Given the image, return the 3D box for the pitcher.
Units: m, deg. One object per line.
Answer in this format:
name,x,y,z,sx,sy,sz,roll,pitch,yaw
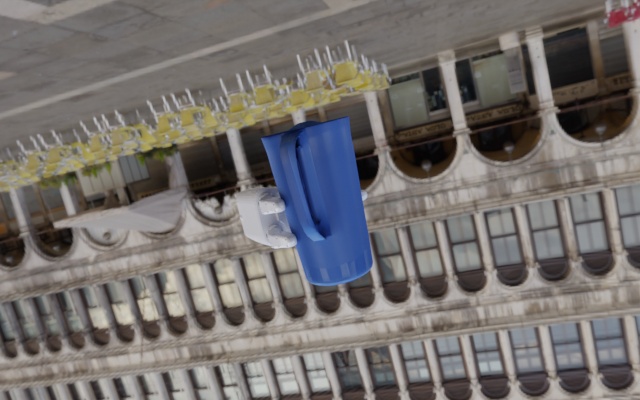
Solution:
pitcher,0.000,0.002,0.717,0.149,0.243,0.145,-19,10,-29
